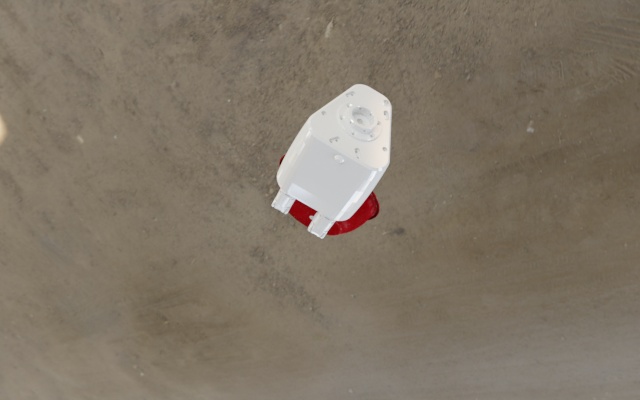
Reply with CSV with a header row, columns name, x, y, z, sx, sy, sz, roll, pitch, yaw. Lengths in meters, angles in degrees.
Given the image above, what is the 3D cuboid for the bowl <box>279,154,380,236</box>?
name,x,y,z,sx,sy,sz,roll,pitch,yaw
bowl,0.000,0.003,0.681,0.162,0.055,0.162,25,-23,11
